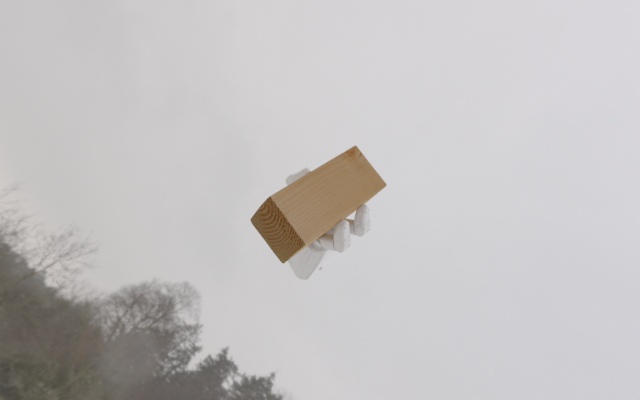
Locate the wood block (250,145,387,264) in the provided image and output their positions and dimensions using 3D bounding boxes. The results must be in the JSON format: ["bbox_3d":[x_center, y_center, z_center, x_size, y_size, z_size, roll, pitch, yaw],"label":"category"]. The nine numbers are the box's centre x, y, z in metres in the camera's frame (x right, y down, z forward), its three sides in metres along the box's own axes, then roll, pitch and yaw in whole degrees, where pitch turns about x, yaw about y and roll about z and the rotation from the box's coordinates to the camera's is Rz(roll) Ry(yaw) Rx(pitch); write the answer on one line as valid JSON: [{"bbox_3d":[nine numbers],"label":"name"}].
[{"bbox_3d":[0.000,0.002,0.784,0.206,0.091,0.090,-34,-7,-38],"label":"wood block"}]
